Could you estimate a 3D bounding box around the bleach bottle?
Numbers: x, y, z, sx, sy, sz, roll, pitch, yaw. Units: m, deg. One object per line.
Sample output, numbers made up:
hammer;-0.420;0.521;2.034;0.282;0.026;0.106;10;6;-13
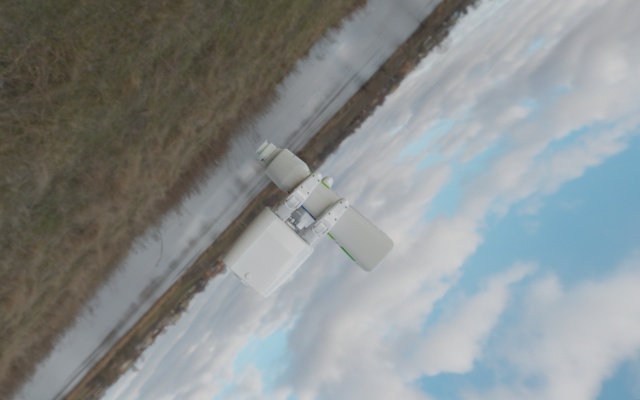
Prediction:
bleach bottle;0.000;0.002;0.743;0.251;0.068;0.102;43;-1;-6
